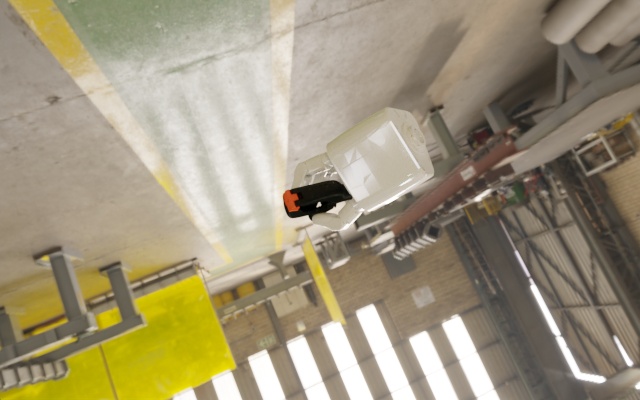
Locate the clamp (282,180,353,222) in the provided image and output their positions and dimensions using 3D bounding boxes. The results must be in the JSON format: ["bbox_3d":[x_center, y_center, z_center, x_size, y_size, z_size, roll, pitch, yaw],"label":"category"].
[{"bbox_3d":[0.000,0.003,0.739,0.164,0.036,0.210,-30,-13,33],"label":"clamp"}]
